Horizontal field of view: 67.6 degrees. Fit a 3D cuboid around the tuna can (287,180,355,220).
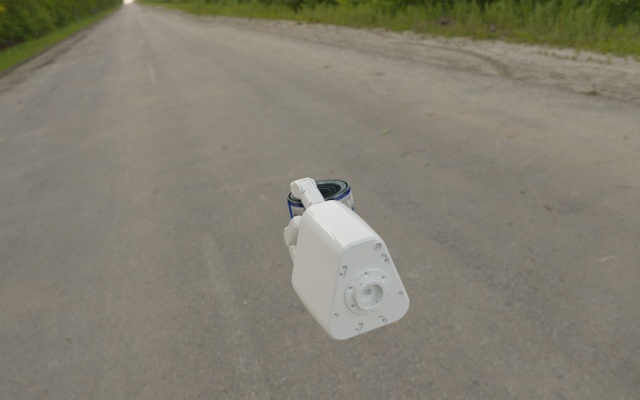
[{"bbox_3d":[0.000,0.002,0.626,0.086,0.034,0.086,-10,20,4],"label":"tuna can"}]
